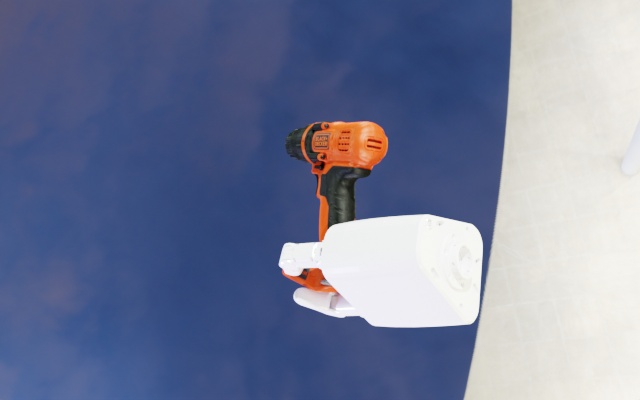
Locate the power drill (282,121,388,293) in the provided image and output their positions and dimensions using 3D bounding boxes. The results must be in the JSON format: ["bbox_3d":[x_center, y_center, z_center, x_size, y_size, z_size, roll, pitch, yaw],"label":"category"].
[{"bbox_3d":[0.000,0.002,0.553,0.057,0.187,0.184,4,3,-28],"label":"power drill"}]
